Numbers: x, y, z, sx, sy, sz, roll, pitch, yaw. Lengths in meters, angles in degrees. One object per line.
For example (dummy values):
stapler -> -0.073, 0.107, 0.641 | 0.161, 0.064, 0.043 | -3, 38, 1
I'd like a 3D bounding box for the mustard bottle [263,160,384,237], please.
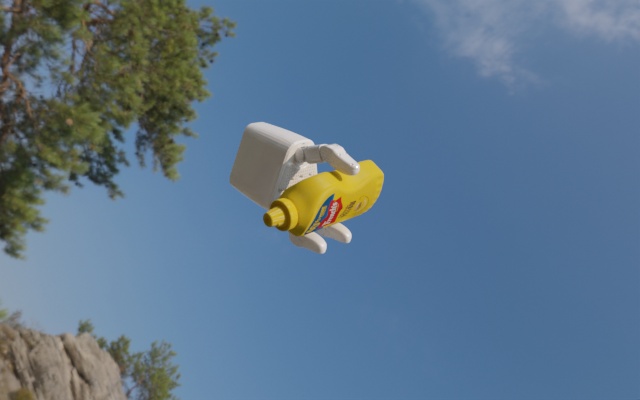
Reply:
mustard bottle -> 0.001, 0.002, 0.645 | 0.191, 0.058, 0.096 | -18, -30, -44
